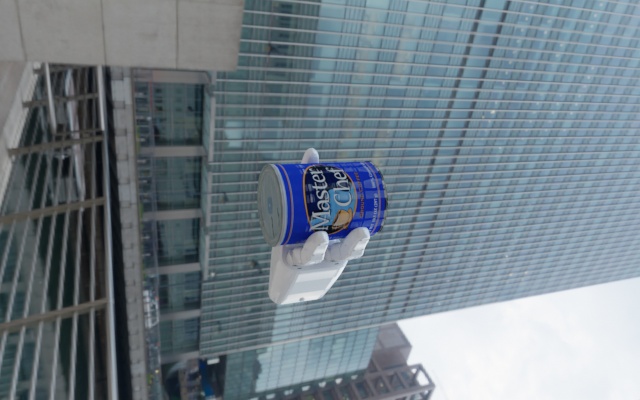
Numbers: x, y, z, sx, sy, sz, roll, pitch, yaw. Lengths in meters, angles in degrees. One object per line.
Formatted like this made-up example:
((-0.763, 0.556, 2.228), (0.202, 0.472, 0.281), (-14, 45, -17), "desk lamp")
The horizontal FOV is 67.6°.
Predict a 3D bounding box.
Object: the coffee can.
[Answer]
((0.000, 0.002, 0.613), (0.140, 0.103, 0.103), (-4, 1, -23), "coffee can")
